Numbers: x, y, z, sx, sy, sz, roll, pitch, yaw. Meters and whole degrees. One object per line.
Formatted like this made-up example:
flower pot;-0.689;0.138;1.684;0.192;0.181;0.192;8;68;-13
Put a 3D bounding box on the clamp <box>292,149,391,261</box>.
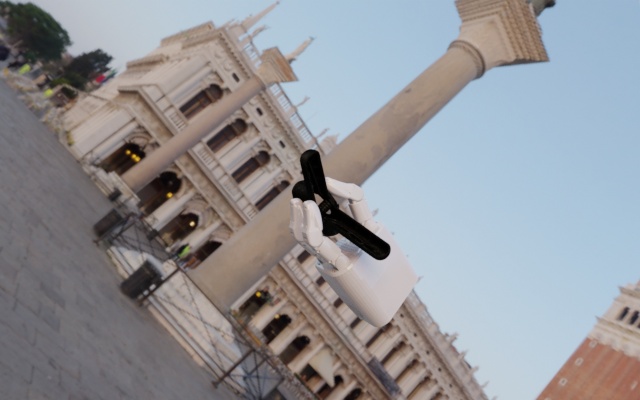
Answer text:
clamp;0.001;0.002;0.657;0.036;0.164;0.210;-39;16;-15
